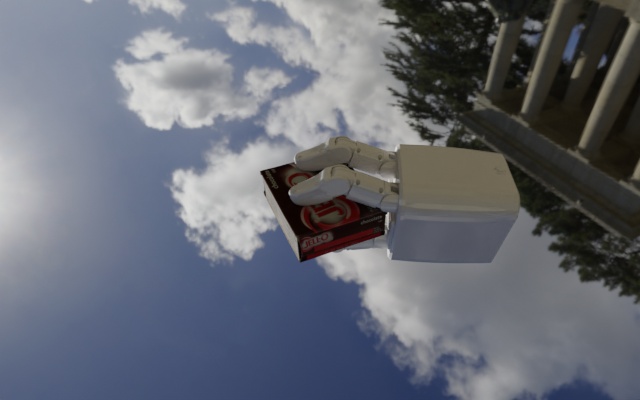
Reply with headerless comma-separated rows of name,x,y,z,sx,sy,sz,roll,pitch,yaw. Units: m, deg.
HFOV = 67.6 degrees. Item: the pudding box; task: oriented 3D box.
pudding box,0.000,0.002,0.473,0.090,0.039,0.113,-16,39,-17
